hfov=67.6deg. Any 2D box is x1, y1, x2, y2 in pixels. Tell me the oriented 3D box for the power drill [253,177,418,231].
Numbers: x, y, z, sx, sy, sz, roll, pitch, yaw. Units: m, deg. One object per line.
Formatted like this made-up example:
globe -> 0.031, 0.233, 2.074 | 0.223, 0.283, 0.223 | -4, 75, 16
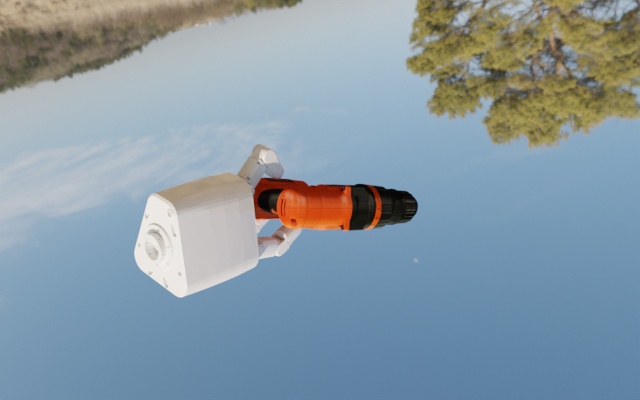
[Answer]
power drill -> 0.000, 0.002, 0.591 | 0.184, 0.057, 0.187 | 2, 1, -34
